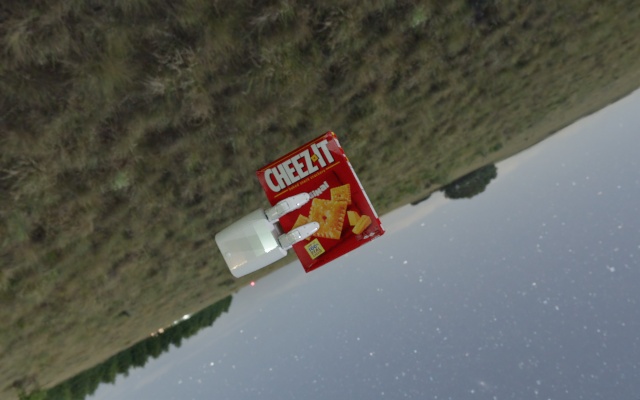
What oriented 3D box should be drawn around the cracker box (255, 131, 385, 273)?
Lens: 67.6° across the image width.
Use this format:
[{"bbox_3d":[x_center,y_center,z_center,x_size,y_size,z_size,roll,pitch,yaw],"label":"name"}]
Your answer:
[{"bbox_3d":[0.000,0.003,0.892,0.164,0.213,0.072,-28,-4,8],"label":"cracker box"}]
